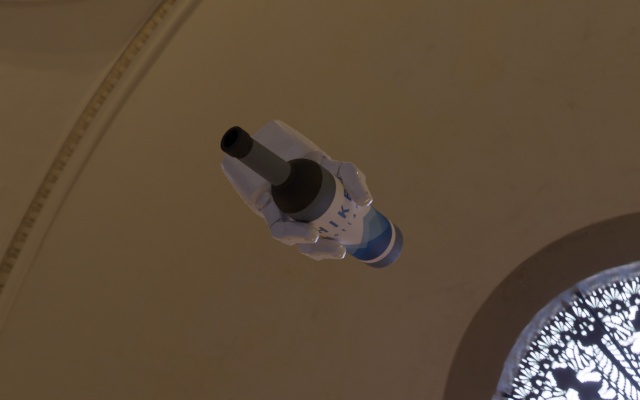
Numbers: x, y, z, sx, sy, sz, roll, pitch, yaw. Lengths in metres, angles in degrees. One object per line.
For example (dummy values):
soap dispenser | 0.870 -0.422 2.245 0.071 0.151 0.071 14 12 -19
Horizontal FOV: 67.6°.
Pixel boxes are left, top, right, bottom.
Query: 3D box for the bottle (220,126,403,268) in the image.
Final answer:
bottle | 0.000 0.002 0.548 0.069 0.069 0.296 0 -24 38
